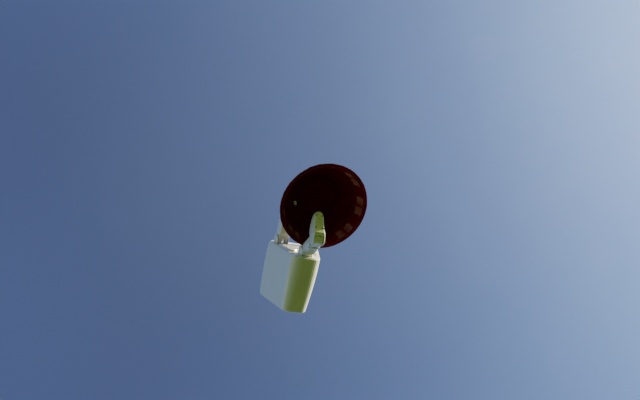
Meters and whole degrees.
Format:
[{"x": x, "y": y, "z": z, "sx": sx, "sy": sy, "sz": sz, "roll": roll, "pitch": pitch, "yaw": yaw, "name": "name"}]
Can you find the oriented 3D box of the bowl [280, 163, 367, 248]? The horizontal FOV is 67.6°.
[{"x": 0.001, "y": 0.002, "z": 0.863, "sx": 0.162, "sy": 0.162, "sz": 0.055, "roll": 0, "pitch": 22, "yaw": -18, "name": "bowl"}]
